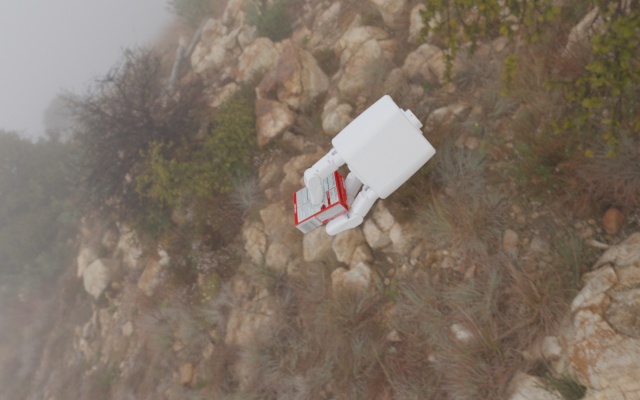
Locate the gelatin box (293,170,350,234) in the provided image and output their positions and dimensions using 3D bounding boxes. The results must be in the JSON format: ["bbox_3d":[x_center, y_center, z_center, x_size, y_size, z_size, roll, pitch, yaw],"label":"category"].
[{"bbox_3d":[0.000,0.002,0.760,0.089,0.073,0.030,-29,-48,21],"label":"gelatin box"}]
